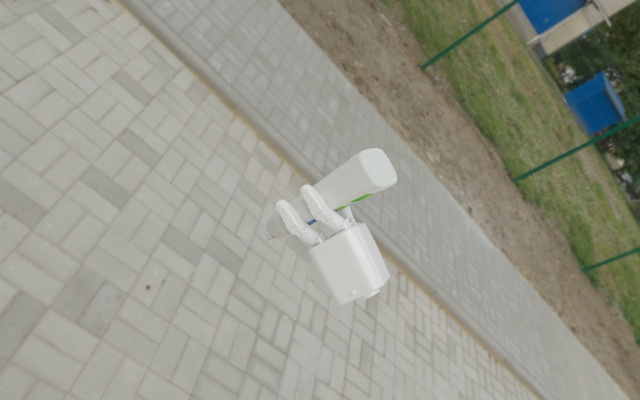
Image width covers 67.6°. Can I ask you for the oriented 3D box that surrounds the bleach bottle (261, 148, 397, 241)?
[{"bbox_3d":[0.000,0.003,0.804,0.251,0.068,0.102,-31,-7,31],"label":"bleach bottle"}]
